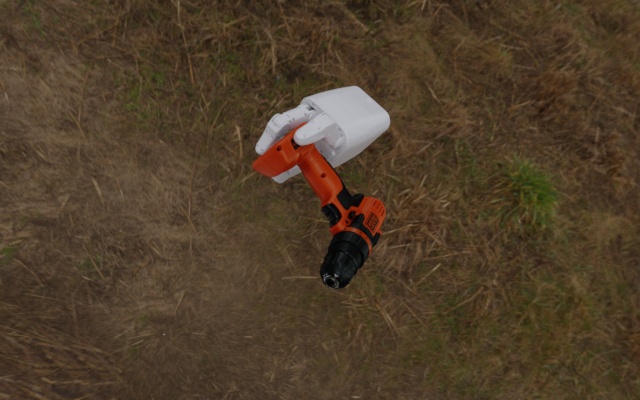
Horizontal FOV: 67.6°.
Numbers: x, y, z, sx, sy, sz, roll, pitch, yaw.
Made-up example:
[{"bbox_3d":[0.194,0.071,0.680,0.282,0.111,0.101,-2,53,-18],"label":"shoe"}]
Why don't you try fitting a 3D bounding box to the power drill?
[{"bbox_3d":[0.000,0.002,0.613,0.057,0.188,0.184,-33,11,32],"label":"power drill"}]
